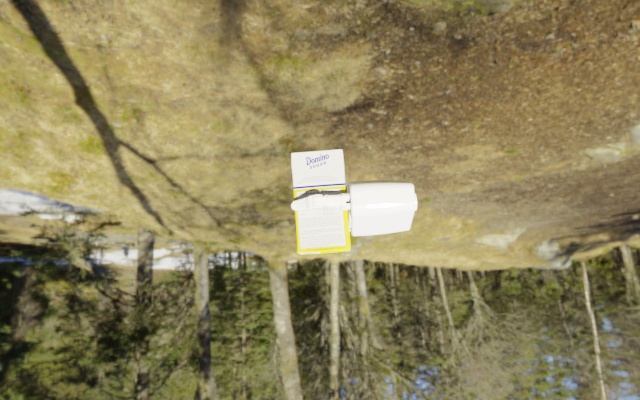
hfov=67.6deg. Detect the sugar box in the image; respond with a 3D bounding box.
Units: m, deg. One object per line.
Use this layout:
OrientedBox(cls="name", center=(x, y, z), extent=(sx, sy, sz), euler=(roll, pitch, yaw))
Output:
OrientedBox(cls="sugar box", center=(0.000, 0.003, 0.833), extent=(0.093, 0.176, 0.048), euler=(-4, -12, 1))
